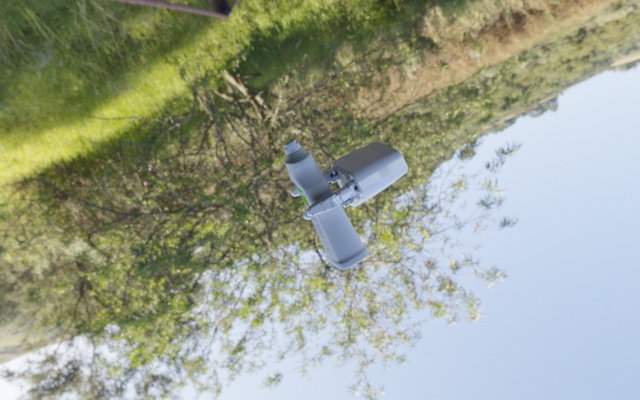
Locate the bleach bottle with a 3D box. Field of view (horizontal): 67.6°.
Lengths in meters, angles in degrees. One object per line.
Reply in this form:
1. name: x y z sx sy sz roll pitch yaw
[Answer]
1. bleach bottle: 0.000 0.003 0.899 0.068 0.251 0.102 -29 12 -13
